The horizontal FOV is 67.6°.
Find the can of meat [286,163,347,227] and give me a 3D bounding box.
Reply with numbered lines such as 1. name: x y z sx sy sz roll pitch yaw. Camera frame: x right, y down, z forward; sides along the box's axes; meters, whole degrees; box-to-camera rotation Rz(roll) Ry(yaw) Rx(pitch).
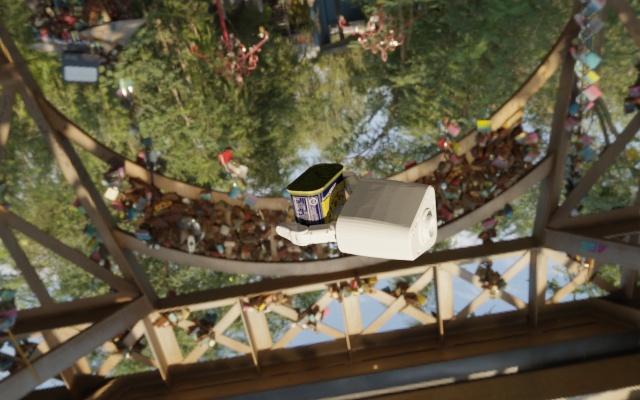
1. can of meat: 0.000 0.003 0.706 0.057 0.084 0.102 4 28 28
